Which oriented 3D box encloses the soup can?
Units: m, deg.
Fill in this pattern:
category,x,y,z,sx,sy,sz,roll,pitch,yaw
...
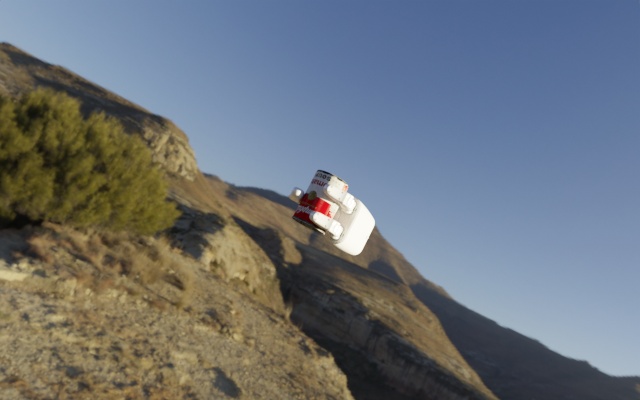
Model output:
category,x,y,z,sx,sy,sz,roll,pitch,yaw
soup can,0.000,0.002,0.886,0.068,0.102,0.068,27,-8,4
